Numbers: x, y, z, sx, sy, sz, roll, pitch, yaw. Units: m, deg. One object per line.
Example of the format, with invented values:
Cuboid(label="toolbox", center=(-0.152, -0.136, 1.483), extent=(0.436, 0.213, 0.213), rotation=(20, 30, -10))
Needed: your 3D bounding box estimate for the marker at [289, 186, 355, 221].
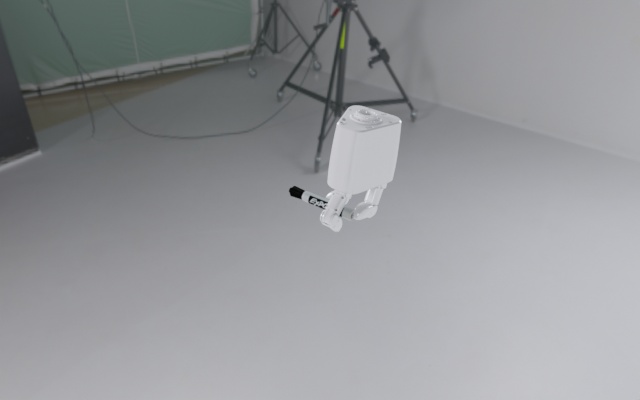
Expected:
Cuboid(label="marker", center=(0.000, 0.003, 0.780), extent=(0.121, 0.020, 0.020), rotation=(22, 9, 24))
